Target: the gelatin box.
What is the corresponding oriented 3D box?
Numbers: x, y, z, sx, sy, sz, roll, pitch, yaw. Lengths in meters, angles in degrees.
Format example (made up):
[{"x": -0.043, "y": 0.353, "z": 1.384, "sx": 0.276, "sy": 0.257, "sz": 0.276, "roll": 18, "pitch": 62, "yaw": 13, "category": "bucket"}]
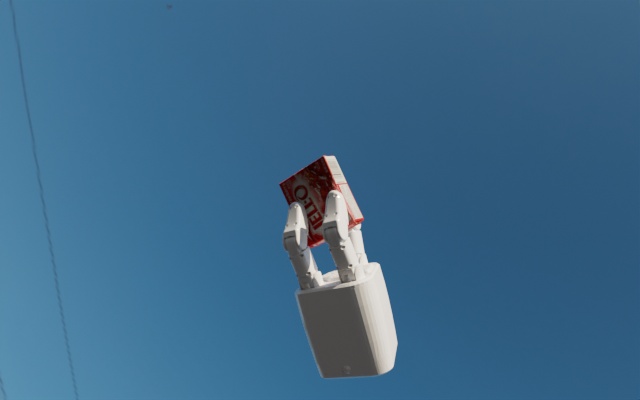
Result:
[{"x": 0.000, "y": 0.002, "z": 0.570, "sx": 0.073, "sy": 0.089, "sz": 0.030, "roll": -30, "pitch": -12, "yaw": 29, "category": "gelatin box"}]
